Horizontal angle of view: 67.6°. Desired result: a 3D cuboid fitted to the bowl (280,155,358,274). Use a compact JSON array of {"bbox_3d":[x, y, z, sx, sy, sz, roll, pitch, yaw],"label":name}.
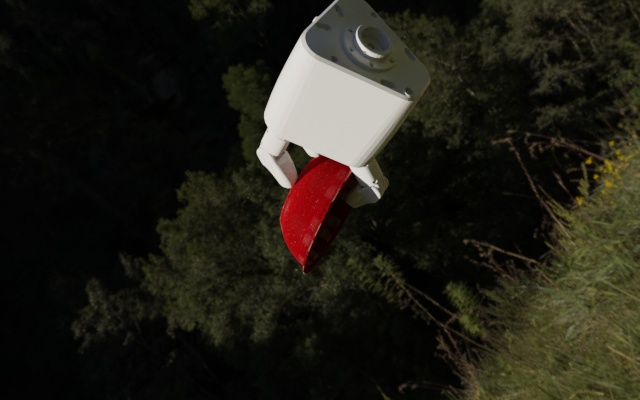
[{"bbox_3d":[-0.001,0.003,0.556,0.055,0.162,0.162,28,6,11],"label":"bowl"}]
